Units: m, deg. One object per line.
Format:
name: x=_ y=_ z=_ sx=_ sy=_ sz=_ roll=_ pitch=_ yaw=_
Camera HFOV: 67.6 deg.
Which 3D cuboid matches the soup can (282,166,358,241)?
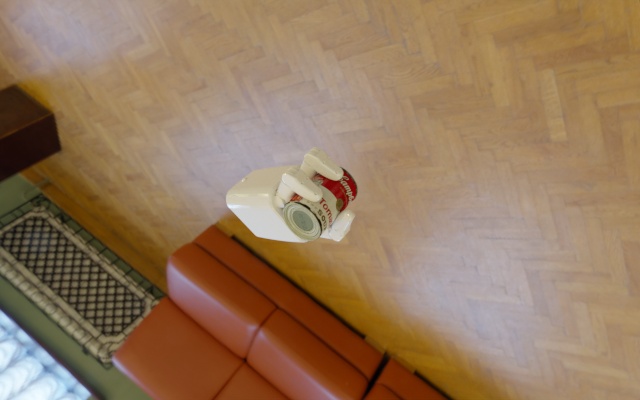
soup can: x=0.000 y=0.003 z=0.694 sx=0.068 sy=0.068 sz=0.102 roll=0 pitch=33 yaw=40
